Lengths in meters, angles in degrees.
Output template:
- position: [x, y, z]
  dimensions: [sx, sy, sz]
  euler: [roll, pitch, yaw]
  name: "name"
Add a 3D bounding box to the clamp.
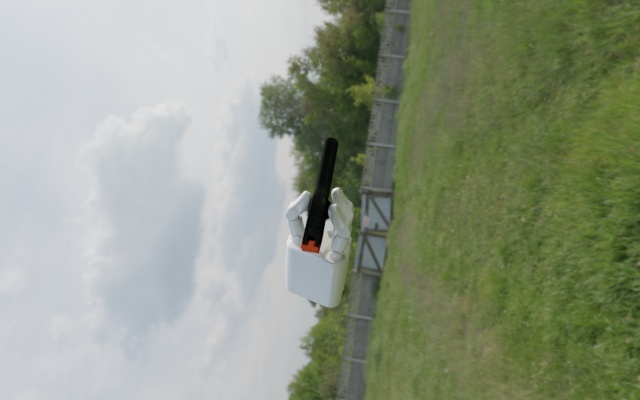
- position: [-0.001, 0.003, 0.784]
  dimensions: [0.036, 0.165, 0.209]
  euler: [8, 31, 4]
  name: "clamp"
